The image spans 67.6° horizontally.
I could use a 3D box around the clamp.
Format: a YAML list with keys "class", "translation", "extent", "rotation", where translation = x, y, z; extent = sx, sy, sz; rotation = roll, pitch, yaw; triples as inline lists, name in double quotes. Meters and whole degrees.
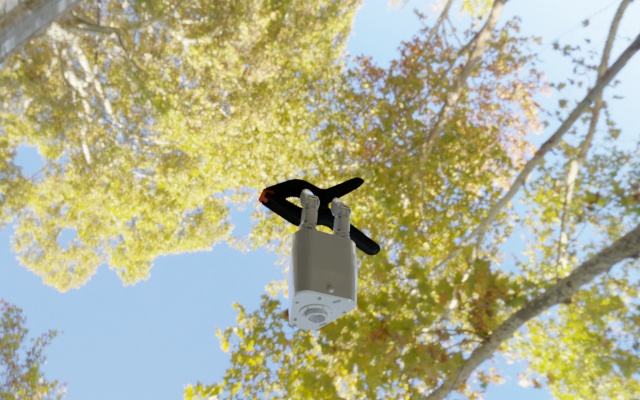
- class: "clamp"
  translation: [-0.001, 0.003, 0.809]
  extent: [0.210, 0.164, 0.036]
  rotation: [16, -46, -18]
